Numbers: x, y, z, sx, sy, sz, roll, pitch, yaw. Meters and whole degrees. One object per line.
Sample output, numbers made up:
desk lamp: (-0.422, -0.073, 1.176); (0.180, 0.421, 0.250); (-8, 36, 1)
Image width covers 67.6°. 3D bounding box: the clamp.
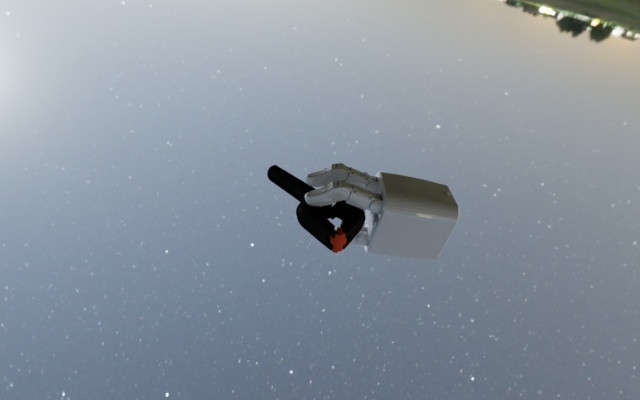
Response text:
clamp: (0.000, 0.003, 0.677); (0.164, 0.036, 0.210); (6, 28, -4)
